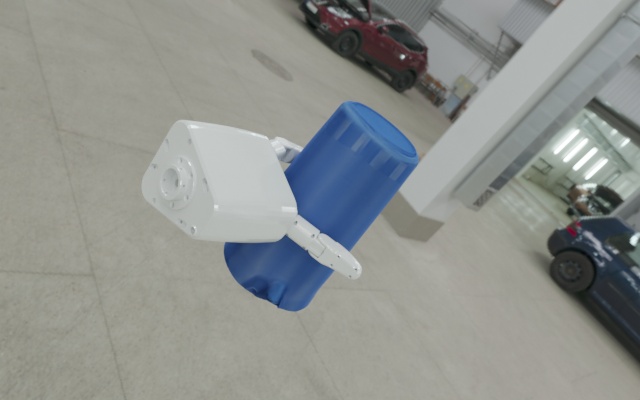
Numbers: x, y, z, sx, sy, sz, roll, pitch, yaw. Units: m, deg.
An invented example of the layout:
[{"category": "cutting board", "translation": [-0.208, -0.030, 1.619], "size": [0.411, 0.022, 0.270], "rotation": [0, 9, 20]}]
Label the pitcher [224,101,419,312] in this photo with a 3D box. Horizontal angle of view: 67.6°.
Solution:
[{"category": "pitcher", "translation": [0.000, 0.002, 0.577], "size": [0.145, 0.243, 0.149], "rotation": [4, 41, -54]}]
